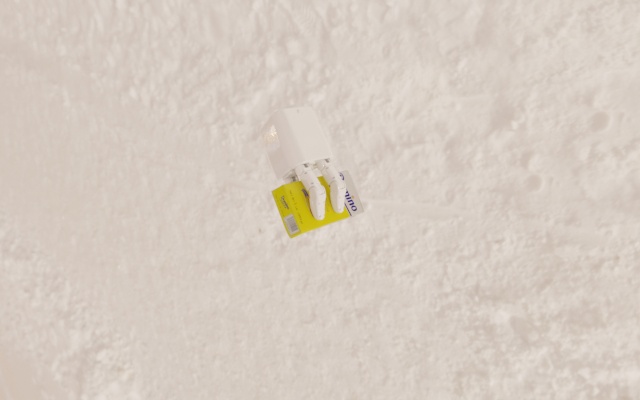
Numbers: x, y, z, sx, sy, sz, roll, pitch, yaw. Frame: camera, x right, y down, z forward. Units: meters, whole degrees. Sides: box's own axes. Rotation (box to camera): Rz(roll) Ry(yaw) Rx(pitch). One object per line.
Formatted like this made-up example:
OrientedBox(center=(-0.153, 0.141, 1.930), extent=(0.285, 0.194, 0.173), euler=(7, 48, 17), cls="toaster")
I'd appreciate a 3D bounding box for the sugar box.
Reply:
OrientedBox(center=(0.000, 0.003, 0.892), extent=(0.176, 0.093, 0.048), euler=(-17, -6, -42), cls="sugar box")
